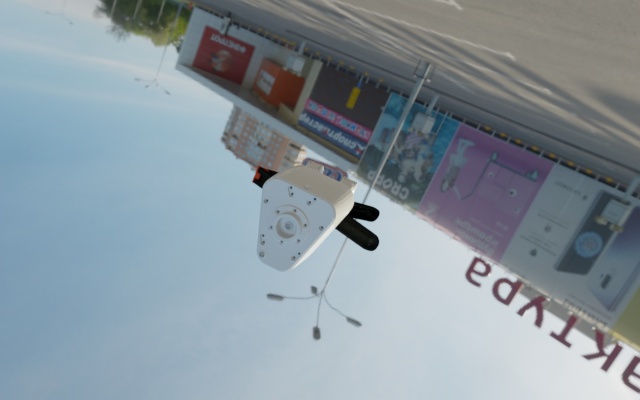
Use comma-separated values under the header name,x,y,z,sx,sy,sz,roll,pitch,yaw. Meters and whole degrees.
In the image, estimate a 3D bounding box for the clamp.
name,x,y,z,sx,sy,sz,roll,pitch,yaw
clamp,-0.001,0.003,0.719,0.210,0.036,0.164,26,14,8
